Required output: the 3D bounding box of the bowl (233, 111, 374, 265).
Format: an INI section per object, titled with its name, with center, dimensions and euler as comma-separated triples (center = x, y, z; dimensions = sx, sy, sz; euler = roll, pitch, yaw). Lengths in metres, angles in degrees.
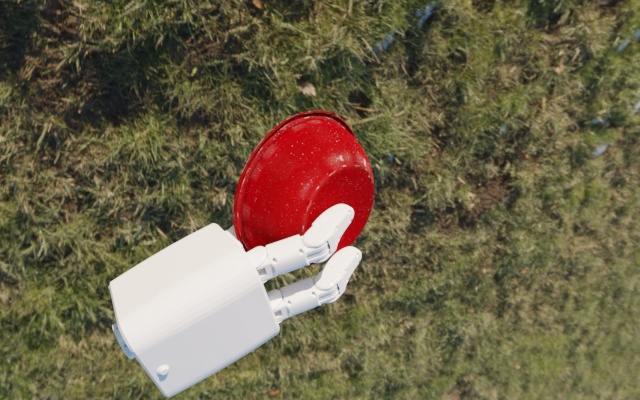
[bowl]
center = 0.001, 0.001, 0.447
dimensions = 0.055, 0.162, 0.162
euler = 28, 18, 39
